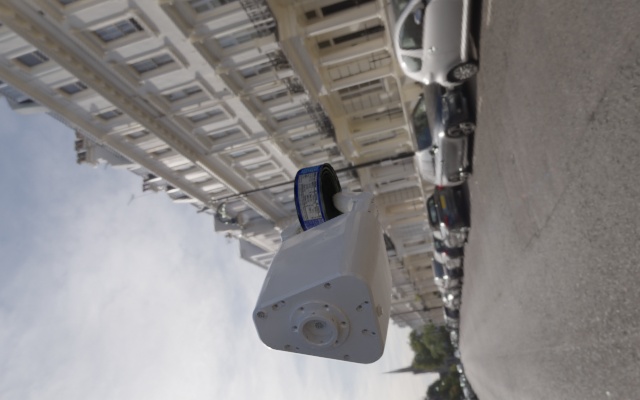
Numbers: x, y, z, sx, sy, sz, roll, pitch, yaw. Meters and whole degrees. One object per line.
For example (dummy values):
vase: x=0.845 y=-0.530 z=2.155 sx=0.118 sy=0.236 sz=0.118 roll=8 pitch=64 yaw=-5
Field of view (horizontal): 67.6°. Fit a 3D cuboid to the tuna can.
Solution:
tuna can: x=0.000 y=0.002 z=0.547 sx=0.034 sy=0.086 sz=0.086 roll=-10 pitch=-3 yaw=17
